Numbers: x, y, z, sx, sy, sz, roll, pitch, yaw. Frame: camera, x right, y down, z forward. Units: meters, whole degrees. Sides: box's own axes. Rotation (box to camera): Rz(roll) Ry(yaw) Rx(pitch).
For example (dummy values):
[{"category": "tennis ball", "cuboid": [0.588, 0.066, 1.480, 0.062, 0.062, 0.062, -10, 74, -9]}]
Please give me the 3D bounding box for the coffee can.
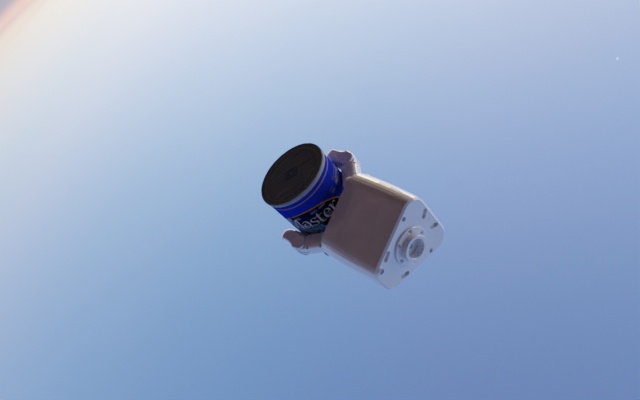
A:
[{"category": "coffee can", "cuboid": [0.000, 0.002, 0.673, 0.103, 0.102, 0.140, 0, -34, 43]}]
